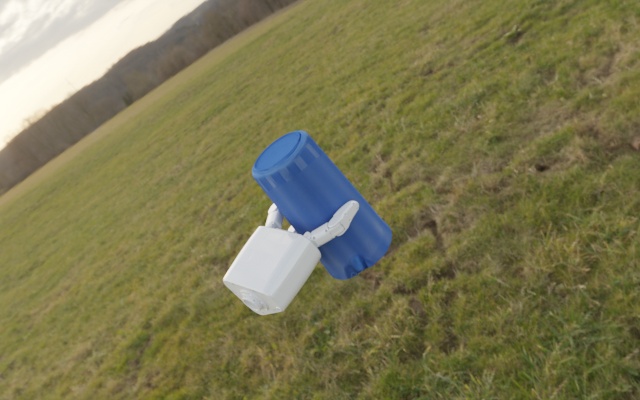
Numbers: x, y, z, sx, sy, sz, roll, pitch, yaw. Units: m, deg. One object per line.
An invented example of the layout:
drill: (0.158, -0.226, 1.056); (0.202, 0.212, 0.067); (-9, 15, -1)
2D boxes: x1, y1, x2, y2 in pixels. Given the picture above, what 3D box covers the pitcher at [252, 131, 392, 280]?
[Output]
pitcher: (0.000, 0.003, 0.792); (0.149, 0.145, 0.243); (-3, -46, 49)
